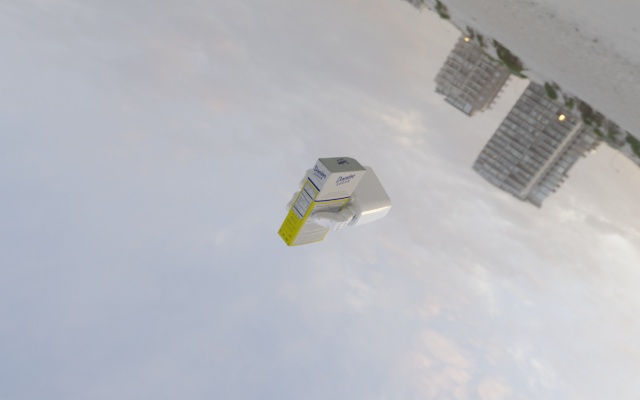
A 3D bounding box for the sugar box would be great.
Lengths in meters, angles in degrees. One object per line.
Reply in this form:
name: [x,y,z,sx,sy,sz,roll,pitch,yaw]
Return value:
sugar box: [0.000,0.002,0.848,0.093,0.176,0.048,-7,45,-46]
